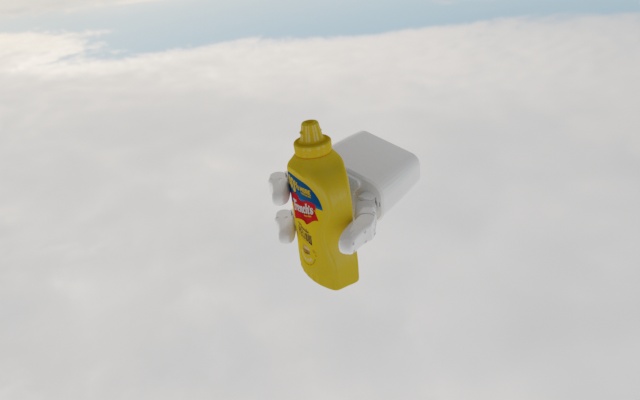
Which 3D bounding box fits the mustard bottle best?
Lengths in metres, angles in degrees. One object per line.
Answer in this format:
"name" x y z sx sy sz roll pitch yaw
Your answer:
"mustard bottle" 0.000 0.002 0.542 0.058 0.192 0.096 -19 30 -21
